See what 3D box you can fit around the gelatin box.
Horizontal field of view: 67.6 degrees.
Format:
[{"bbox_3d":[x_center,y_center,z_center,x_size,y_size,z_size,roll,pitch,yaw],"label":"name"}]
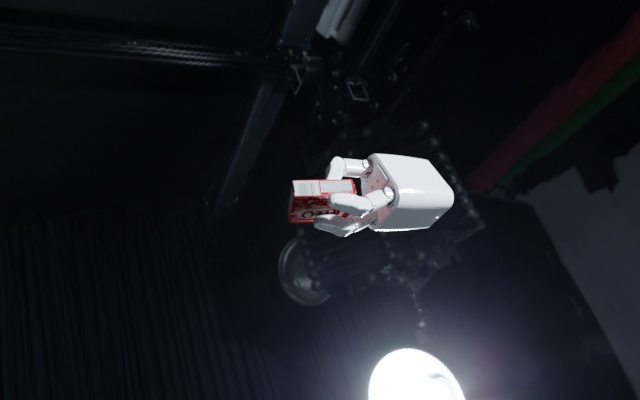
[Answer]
[{"bbox_3d":[0.000,0.002,0.687,0.089,0.030,0.073,-2,-32,-12],"label":"gelatin box"}]
